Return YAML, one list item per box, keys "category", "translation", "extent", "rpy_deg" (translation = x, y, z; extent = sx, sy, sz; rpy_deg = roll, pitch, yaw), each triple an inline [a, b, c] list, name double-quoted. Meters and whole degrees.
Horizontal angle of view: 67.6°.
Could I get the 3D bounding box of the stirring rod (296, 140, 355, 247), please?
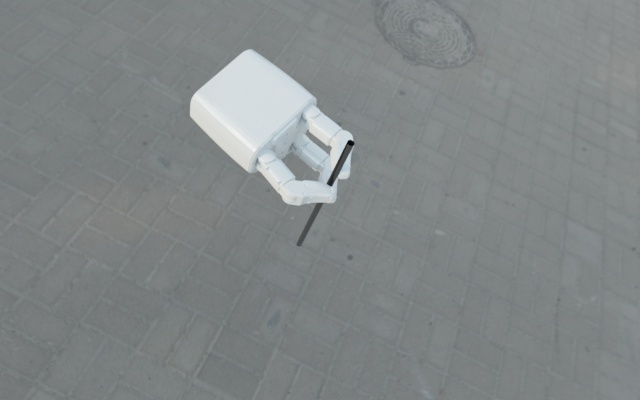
- category: "stirring rod"
  translation: [0.000, 0.002, 0.584]
  extent: [0.011, 0.011, 0.240]
  rpy_deg: [0, -30, -17]
